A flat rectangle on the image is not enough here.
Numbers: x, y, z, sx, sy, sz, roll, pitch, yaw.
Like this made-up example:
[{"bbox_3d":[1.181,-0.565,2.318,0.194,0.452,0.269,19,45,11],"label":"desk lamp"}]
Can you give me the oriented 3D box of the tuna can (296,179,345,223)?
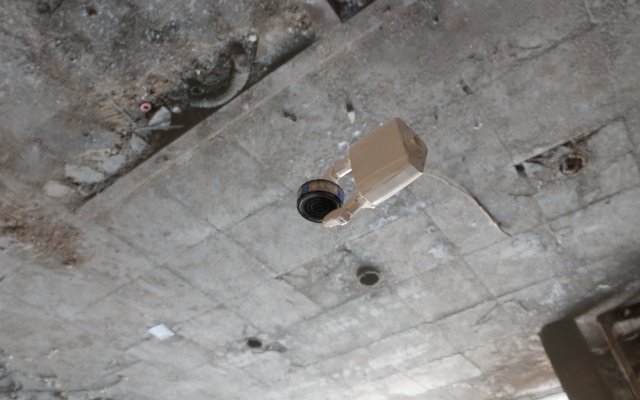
[{"bbox_3d":[0.000,0.003,0.856,0.086,0.033,0.086,3,-42,3],"label":"tuna can"}]
